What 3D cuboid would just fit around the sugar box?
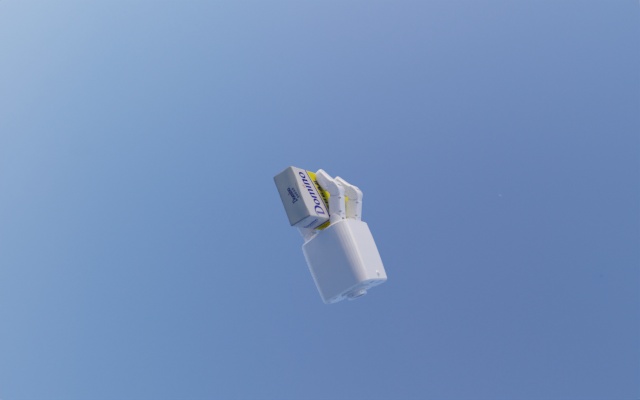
[{"bbox_3d":[0.001,0.003,0.819,0.048,0.093,0.176,-31,-22,23],"label":"sugar box"}]
